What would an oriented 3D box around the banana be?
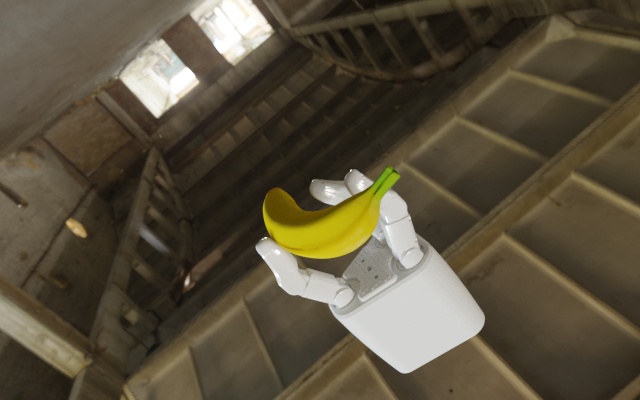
[{"bbox_3d":[-0.008,0.016,0.405,0.037,0.069,0.198,44,-23,-23],"label":"banana"}]
